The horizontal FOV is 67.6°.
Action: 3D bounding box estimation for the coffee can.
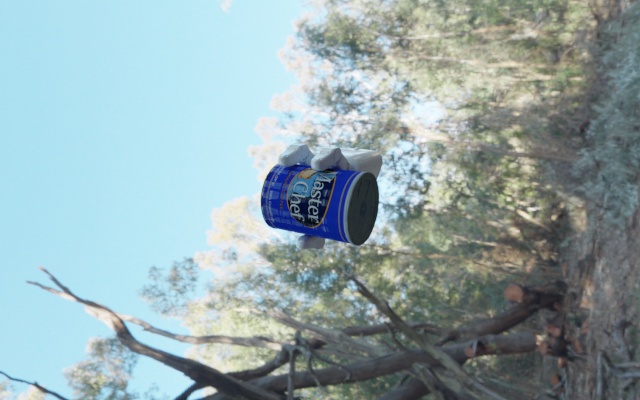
[{"bbox_3d":[0.000,0.002,0.686,0.140,0.103,0.103,9,4,28],"label":"coffee can"}]
